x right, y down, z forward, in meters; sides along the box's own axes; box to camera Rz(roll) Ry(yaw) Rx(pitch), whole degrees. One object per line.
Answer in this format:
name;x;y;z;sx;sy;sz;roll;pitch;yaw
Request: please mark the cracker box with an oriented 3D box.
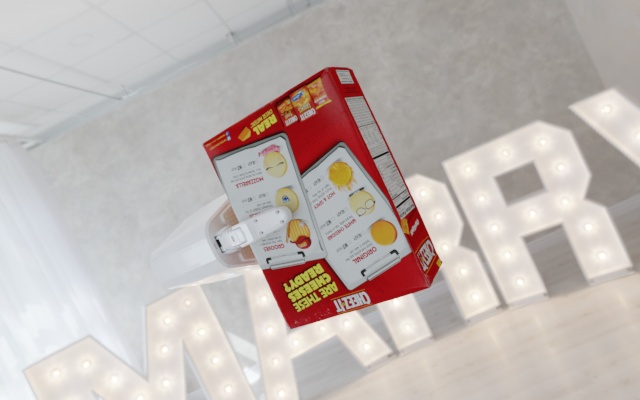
cracker box;0.000;0.001;0.477;0.164;0.213;0.072;-24;2;30
